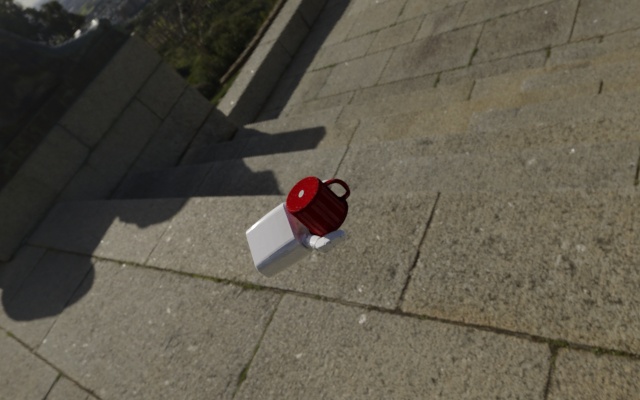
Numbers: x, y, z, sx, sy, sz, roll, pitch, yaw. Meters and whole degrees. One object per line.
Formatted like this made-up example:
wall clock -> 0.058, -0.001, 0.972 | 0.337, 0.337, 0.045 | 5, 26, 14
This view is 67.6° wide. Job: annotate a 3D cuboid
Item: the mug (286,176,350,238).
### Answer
mug -> 0.001, 0.002, 0.874 | 0.117, 0.093, 0.081 | -35, -53, 17
